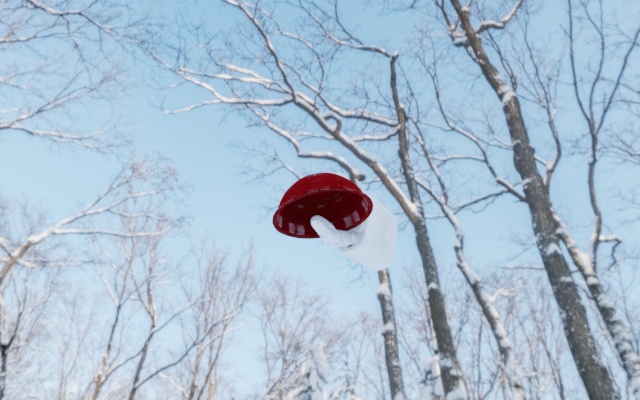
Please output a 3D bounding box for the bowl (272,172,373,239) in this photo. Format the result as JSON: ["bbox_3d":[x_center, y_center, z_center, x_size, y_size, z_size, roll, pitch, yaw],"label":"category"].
[{"bbox_3d":[0.000,0.002,0.764,0.162,0.055,0.162,-8,-28,-5],"label":"bowl"}]
